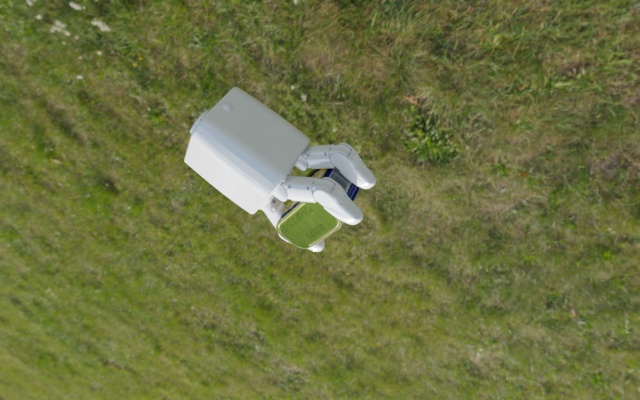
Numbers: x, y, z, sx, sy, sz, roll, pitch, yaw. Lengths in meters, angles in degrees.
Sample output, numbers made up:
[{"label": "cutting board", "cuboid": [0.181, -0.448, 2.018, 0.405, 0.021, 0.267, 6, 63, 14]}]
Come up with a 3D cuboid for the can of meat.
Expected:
[{"label": "can of meat", "cuboid": [0.000, 0.002, 0.571, 0.057, 0.084, 0.102, 39, -42, -10]}]
